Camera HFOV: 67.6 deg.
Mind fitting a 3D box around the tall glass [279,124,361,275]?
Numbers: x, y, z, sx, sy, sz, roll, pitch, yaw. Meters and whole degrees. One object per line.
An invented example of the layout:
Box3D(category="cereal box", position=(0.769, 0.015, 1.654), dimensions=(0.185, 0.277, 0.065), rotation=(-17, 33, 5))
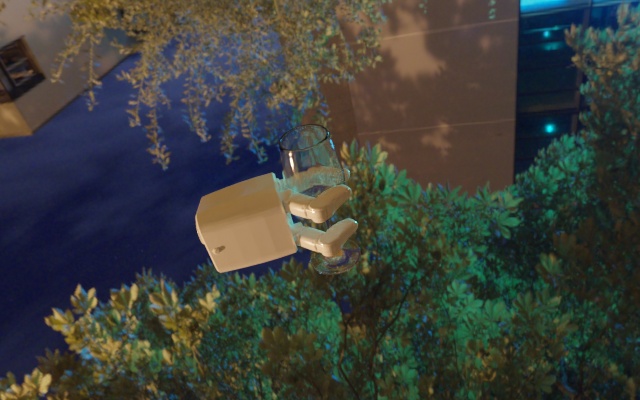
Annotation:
Box3D(category="tall glass", position=(0.000, 0.003, 0.630), dimensions=(0.079, 0.201, 0.079), rotation=(-10, 36, 7))
